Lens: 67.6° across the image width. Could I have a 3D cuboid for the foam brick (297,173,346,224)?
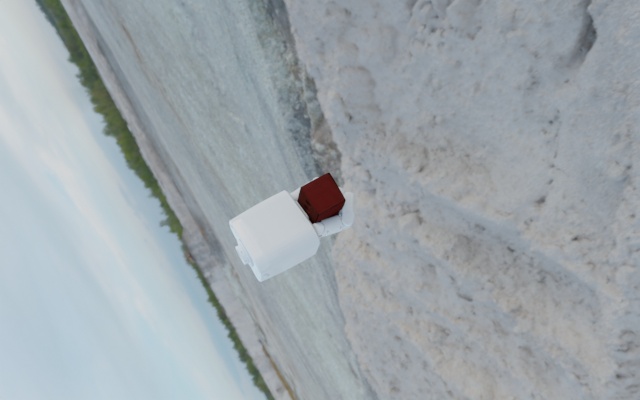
[{"bbox_3d":[0.000,0.002,0.745,0.051,0.053,0.078,-27,-15,-16],"label":"foam brick"}]
